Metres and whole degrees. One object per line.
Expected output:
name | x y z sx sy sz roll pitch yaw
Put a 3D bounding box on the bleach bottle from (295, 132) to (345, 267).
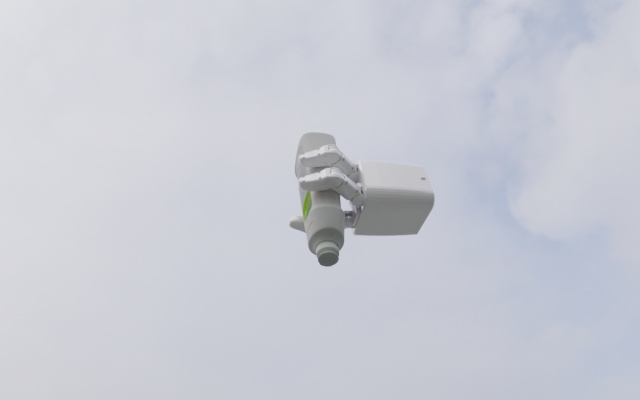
bleach bottle | 0.000 0.002 0.726 0.068 0.103 0.250 3 40 -8
